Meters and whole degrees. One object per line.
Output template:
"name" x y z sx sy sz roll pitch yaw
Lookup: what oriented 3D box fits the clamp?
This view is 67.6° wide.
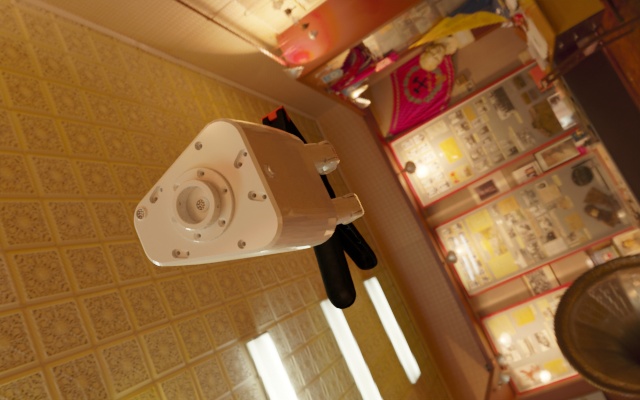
"clamp" -0.001 0.002 0.502 0.036 0.210 0.164 -28 -9 14
